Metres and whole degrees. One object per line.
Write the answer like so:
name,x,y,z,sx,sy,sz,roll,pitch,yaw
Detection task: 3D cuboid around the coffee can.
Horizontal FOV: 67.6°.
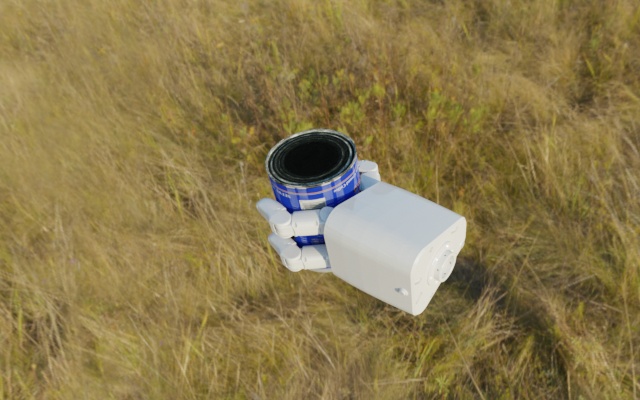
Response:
coffee can,0.000,0.002,0.568,0.103,0.140,0.102,-7,42,6
